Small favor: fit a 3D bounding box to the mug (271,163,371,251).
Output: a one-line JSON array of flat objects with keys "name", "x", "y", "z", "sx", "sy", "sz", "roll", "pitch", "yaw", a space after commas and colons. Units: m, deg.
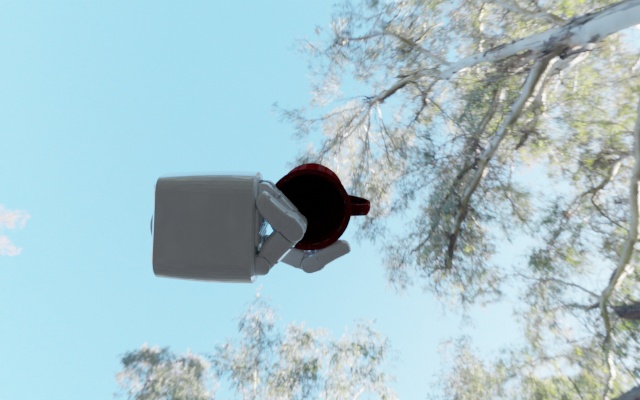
[{"name": "mug", "x": 0.002, "y": 0.002, "z": 0.560, "sx": 0.117, "sy": 0.093, "sz": 0.081, "roll": 1, "pitch": 14, "yaw": 1}]
